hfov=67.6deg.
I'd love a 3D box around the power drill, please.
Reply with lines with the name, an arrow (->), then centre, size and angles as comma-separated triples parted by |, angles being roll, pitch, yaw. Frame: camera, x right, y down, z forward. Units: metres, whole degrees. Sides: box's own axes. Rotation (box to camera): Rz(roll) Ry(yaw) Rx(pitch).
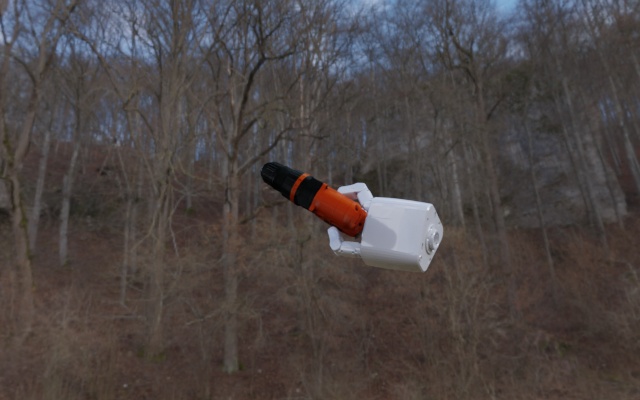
power drill -> 0.001, 0.003, 0.821 | 0.184, 0.057, 0.188 | 30, 0, 21
